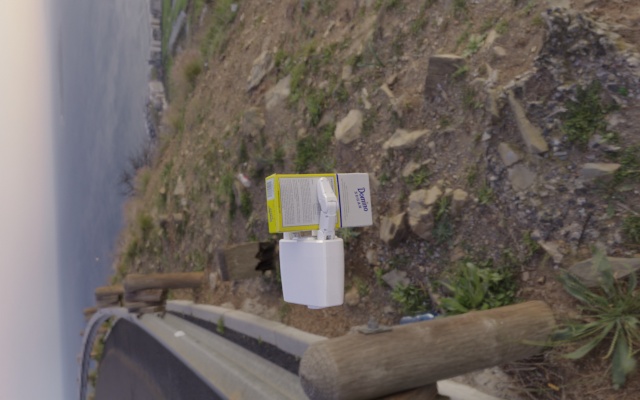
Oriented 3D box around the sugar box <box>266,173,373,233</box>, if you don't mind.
[{"bbox_3d":[0.000,0.003,0.795,0.176,0.093,0.048,-1,-5,-30],"label":"sugar box"}]
